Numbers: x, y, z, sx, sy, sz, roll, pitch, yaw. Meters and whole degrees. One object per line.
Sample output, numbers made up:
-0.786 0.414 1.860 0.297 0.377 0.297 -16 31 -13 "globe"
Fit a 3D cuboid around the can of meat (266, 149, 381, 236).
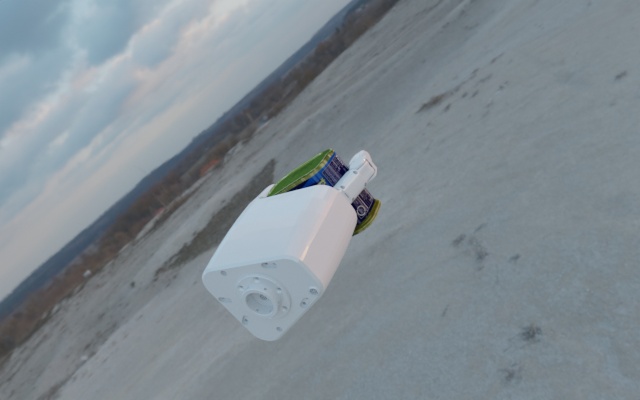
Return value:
0.000 0.001 0.525 0.102 0.084 0.057 -30 19 37 "can of meat"
